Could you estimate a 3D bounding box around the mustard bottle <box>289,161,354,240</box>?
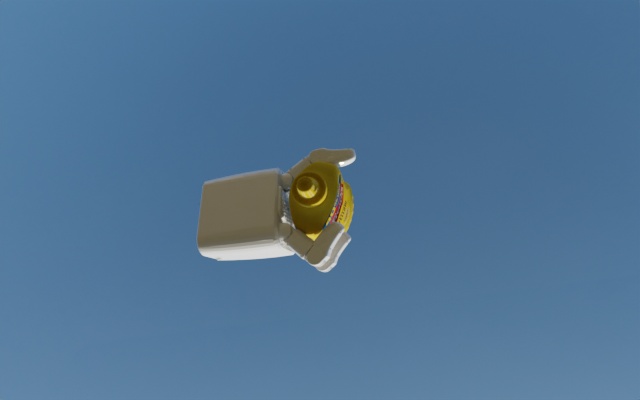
[{"bbox_3d":[0.000,0.002,0.615,0.058,0.096,0.192,17,-8,15],"label":"mustard bottle"}]
